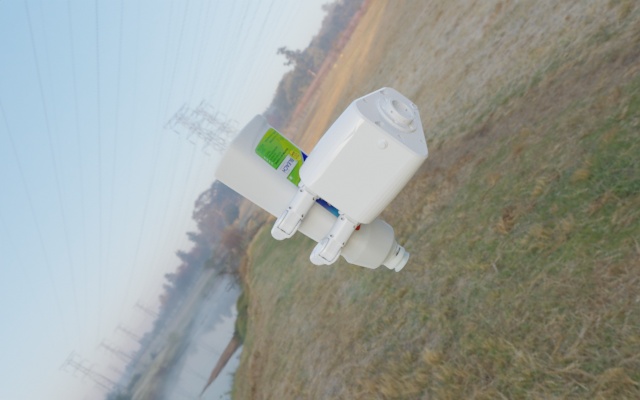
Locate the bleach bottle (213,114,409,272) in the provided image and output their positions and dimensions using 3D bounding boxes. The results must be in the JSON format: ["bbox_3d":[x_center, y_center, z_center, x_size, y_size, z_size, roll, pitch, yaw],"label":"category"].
[{"bbox_3d":[0.000,0.002,0.583,0.251,0.068,0.102,34,36,-6],"label":"bleach bottle"}]
